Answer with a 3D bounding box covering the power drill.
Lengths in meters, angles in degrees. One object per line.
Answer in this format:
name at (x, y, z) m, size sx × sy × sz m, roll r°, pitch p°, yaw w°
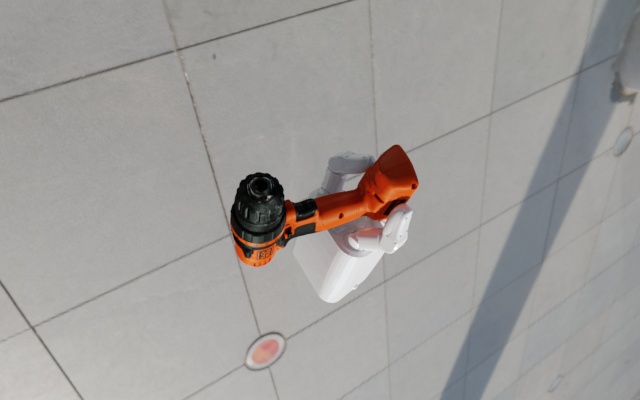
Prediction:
power drill at (0.000, 0.002, 0.482) m, size 0.187 × 0.057 × 0.184 m, roll -17°, pitch -17°, yaw -16°
